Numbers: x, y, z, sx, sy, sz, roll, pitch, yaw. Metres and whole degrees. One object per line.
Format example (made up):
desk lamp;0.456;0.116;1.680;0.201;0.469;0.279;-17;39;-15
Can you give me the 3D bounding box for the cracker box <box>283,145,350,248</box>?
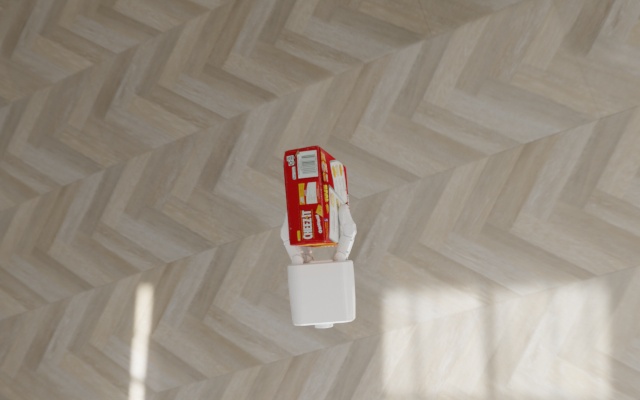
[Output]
cracker box;0.000;0.003;0.885;0.072;0.164;0.214;-6;-8;15
